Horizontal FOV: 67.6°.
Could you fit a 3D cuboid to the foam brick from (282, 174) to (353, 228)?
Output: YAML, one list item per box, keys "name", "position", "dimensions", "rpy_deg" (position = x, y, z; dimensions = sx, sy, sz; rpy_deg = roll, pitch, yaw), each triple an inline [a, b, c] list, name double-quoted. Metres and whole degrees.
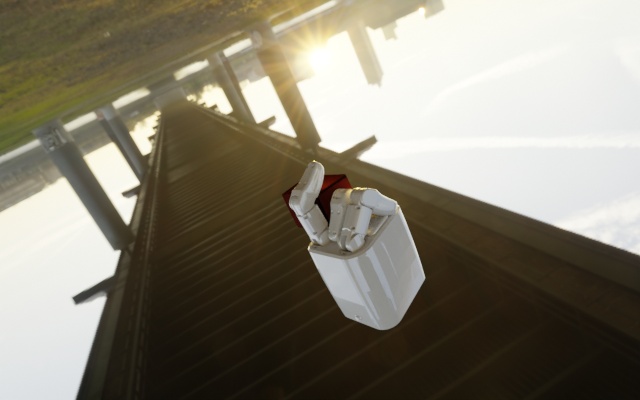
- name: "foam brick"
  position: [0.000, 0.002, 0.591]
  dimensions: [0.053, 0.051, 0.078]
  rpy_deg: [-36, 22, -28]
